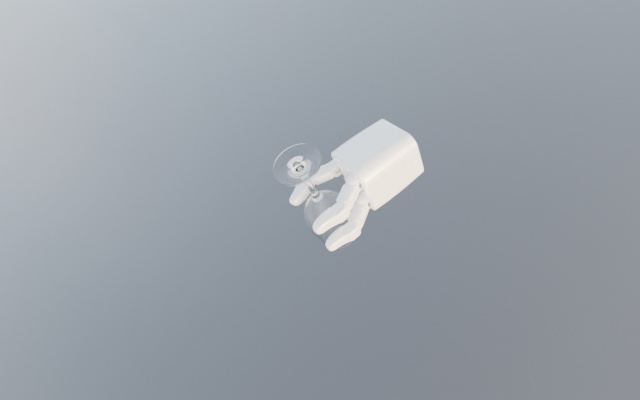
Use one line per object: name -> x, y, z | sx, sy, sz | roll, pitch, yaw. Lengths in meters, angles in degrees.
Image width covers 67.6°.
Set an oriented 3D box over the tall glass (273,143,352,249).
tall glass -> 0.000, 0.002, 0.745 | 0.079, 0.079, 0.201 | 0, -33, 23
